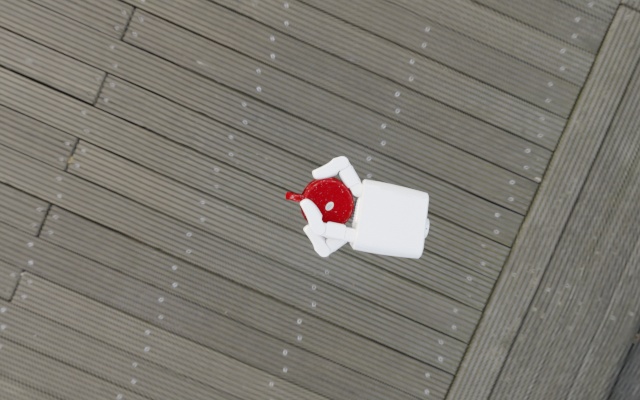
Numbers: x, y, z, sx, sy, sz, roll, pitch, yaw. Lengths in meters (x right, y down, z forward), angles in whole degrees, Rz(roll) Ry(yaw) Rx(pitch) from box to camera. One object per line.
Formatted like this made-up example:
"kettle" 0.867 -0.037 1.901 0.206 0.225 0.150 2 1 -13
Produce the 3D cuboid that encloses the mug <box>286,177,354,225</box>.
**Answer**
"mug" -0.001 0.002 0.786 0.117 0.093 0.081 14 1 -2
